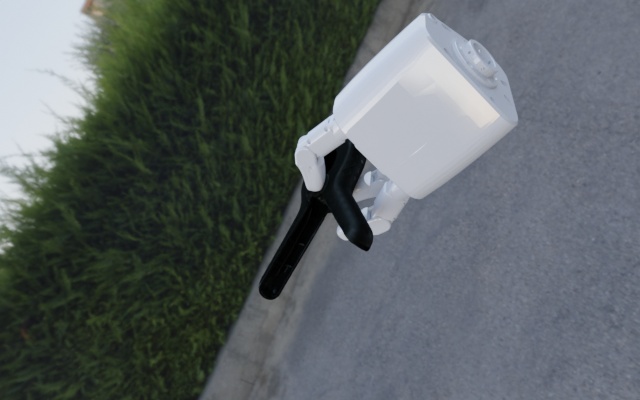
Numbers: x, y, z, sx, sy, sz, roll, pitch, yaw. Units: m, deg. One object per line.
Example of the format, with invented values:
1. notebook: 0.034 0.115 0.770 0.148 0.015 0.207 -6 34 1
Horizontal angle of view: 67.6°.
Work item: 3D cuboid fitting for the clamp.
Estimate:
1. clamp: 0.000 0.001 0.508 0.036 0.209 0.165 33 -49 -22
